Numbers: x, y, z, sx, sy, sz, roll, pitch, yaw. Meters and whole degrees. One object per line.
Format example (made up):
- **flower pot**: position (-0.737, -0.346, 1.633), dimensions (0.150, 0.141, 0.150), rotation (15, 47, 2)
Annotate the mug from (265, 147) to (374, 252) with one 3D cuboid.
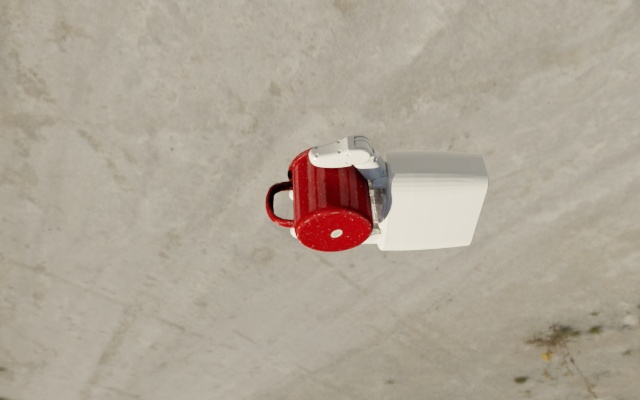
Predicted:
- **mug**: position (-0.001, 0.002, 0.505), dimensions (0.117, 0.081, 0.093), rotation (-2, -36, -3)
